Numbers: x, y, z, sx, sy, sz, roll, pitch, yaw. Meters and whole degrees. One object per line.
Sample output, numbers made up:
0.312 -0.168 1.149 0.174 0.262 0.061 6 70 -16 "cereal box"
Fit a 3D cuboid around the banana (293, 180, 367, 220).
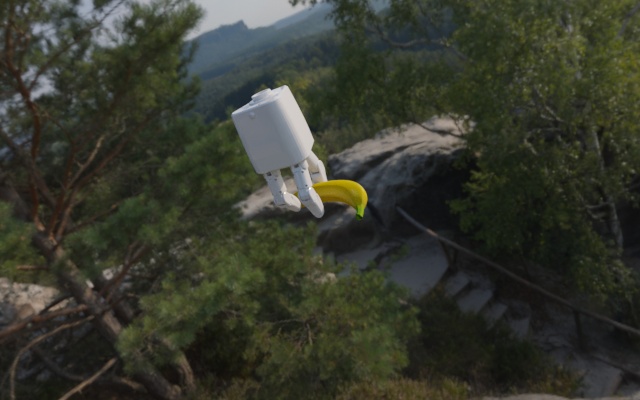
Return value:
0.015 -0.008 0.814 0.069 0.037 0.198 -40 27 -30 "banana"
